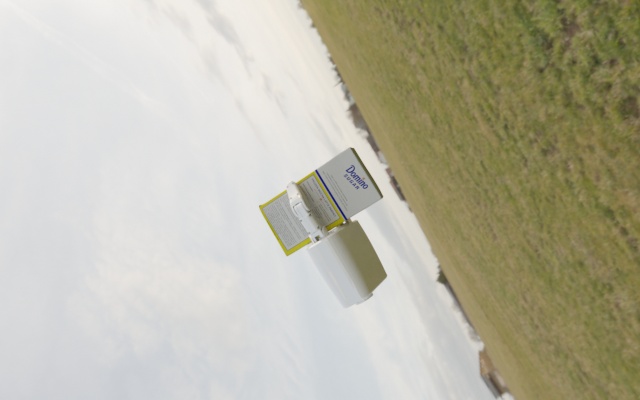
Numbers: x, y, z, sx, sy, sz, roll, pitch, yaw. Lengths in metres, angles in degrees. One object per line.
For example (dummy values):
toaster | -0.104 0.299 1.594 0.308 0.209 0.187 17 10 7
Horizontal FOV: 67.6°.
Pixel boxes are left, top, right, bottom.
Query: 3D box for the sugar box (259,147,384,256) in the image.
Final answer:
sugar box | 0.000 0.003 0.742 0.176 0.093 0.048 -32 -3 12
